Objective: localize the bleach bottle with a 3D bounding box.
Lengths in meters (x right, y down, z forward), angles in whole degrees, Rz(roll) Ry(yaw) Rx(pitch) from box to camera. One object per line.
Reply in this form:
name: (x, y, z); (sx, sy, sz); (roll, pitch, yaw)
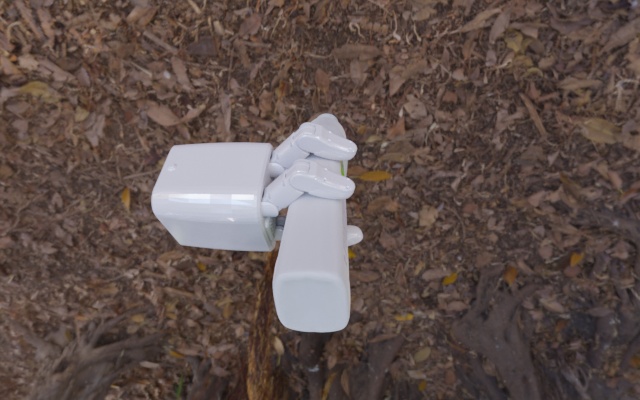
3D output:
bleach bottle: (0.000, 0.002, 0.503); (0.068, 0.250, 0.103); (1, -44, 5)
